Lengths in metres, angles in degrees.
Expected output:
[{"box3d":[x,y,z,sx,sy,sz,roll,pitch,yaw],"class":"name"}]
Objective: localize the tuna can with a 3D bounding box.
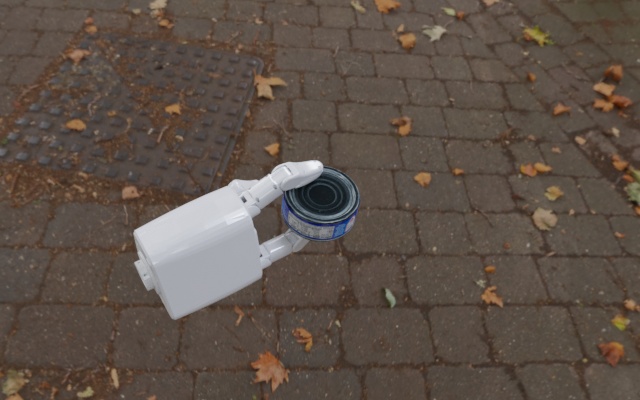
[{"box3d":[0.000,0.001,0.532,0.086,0.086,0.034,0,-39,-10],"class":"tuna can"}]
